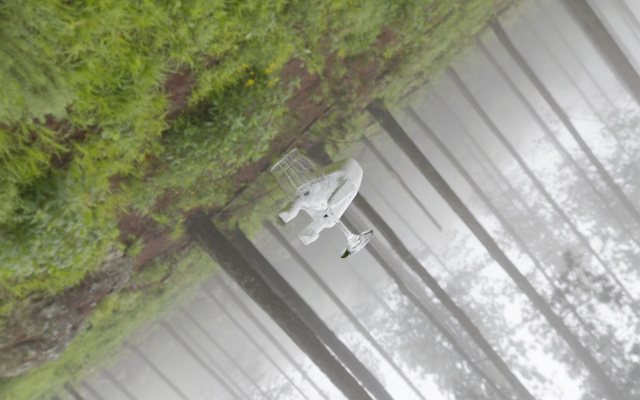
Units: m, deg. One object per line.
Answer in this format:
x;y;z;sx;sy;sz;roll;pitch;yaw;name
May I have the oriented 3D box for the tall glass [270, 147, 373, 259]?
0.001;0.003;0.828;0.079;0.201;0.079;-40;8;7;tall glass
